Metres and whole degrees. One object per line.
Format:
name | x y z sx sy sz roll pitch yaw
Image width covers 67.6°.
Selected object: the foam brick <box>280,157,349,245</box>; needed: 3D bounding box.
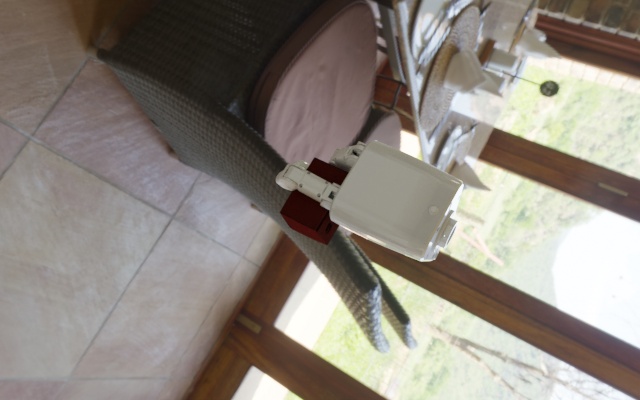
foam brick | 0.000 0.002 0.540 0.051 0.078 0.053 27 -14 21
